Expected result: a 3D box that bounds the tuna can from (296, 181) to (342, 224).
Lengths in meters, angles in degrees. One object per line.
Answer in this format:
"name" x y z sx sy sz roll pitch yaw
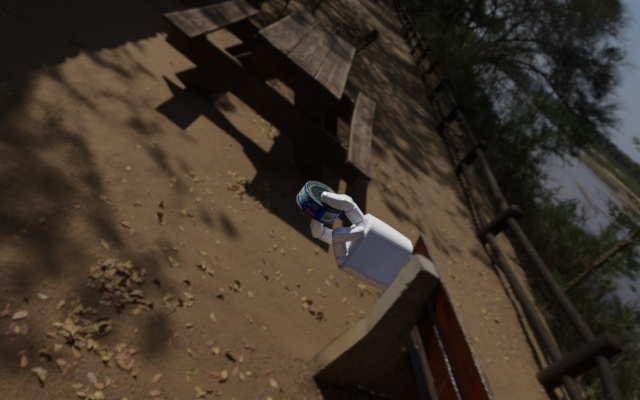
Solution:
"tuna can" 0.000 0.002 0.891 0.086 0.034 0.086 28 27 -16
